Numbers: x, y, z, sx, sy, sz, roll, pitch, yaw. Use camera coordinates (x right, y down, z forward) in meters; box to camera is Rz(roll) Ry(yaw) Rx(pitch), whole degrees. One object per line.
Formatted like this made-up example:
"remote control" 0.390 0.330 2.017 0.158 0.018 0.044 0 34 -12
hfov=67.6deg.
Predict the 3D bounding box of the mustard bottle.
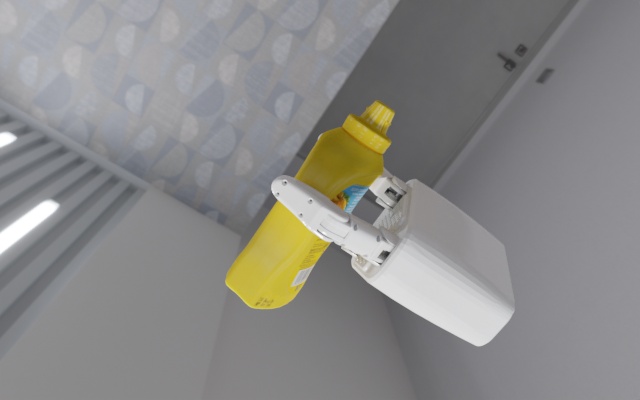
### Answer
"mustard bottle" 0.000 0.001 0.403 0.058 0.192 0.096 40 16 17
